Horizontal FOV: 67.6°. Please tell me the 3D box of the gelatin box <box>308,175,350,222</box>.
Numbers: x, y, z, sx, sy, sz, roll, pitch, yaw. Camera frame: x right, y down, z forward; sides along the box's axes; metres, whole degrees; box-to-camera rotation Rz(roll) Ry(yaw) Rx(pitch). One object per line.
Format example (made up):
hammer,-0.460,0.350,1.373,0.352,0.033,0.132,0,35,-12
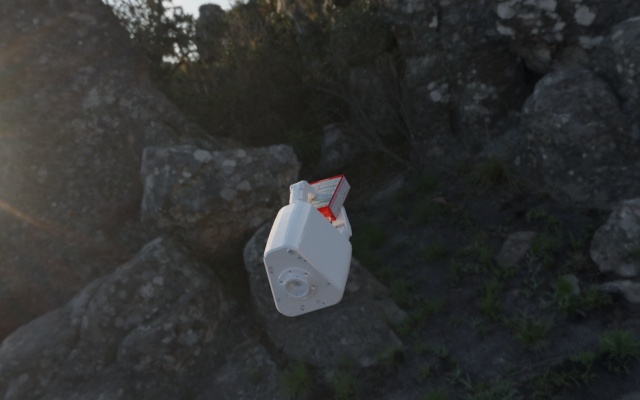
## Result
gelatin box,0.000,0.002,0.748,0.073,0.030,0.089,-14,31,30
